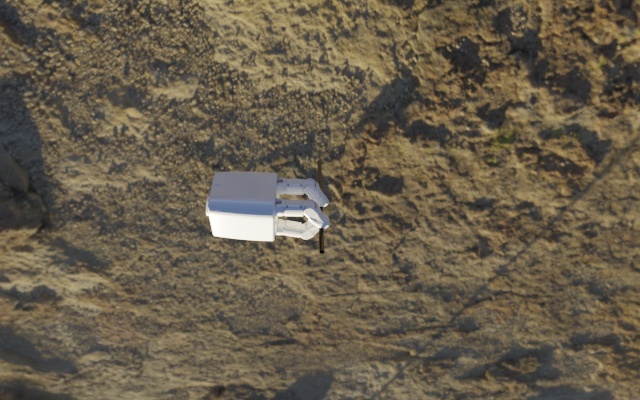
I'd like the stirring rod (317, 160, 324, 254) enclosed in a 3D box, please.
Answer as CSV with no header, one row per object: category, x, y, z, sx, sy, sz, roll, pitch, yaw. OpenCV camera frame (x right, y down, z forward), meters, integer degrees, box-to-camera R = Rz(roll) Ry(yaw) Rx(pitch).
stirring rod,0.000,0.003,0.846,0.011,0.011,0.239,0,41,-1
